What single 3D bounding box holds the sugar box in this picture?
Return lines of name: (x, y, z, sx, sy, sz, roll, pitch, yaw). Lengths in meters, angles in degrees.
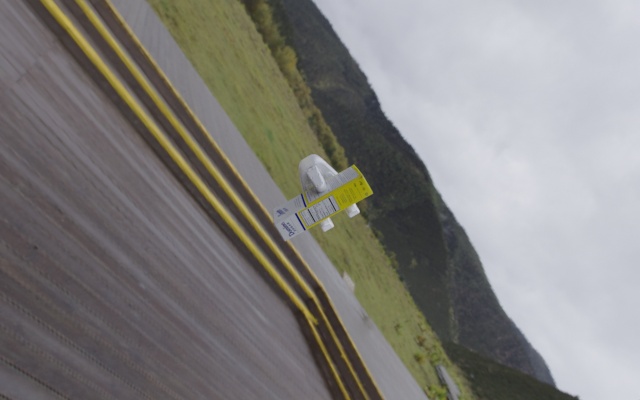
sugar box: (0.000, 0.003, 0.858, 0.176, 0.048, 0.093, -31, 16, 3)
